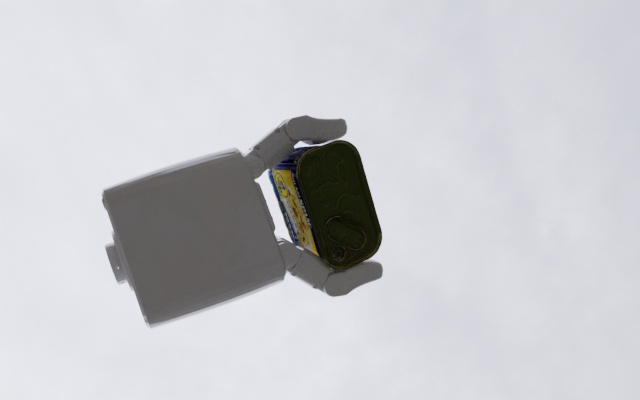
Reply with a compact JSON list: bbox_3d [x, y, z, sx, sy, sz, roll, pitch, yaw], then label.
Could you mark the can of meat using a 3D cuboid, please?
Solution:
[{"bbox_3d":[0.000,0.001,0.417,0.057,0.102,0.084,-22,13,-22],"label":"can of meat"}]
